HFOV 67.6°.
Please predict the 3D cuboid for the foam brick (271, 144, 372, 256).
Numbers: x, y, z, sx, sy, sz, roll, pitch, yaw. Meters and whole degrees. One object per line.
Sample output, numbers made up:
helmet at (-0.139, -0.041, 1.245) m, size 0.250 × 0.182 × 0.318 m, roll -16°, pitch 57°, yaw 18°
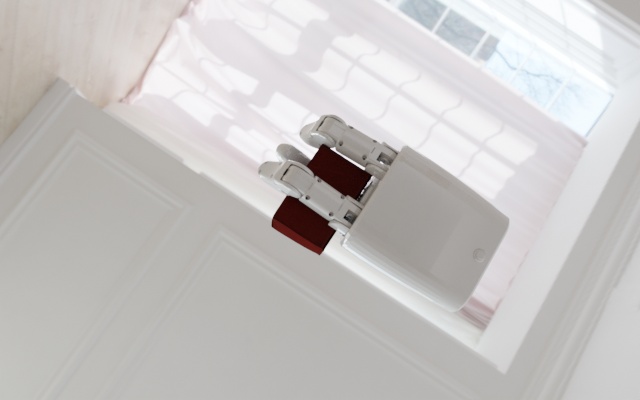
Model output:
foam brick at (0.000, 0.002, 0.411) m, size 0.051 × 0.078 × 0.053 m, roll 33°, pitch -12°, yaw 1°
